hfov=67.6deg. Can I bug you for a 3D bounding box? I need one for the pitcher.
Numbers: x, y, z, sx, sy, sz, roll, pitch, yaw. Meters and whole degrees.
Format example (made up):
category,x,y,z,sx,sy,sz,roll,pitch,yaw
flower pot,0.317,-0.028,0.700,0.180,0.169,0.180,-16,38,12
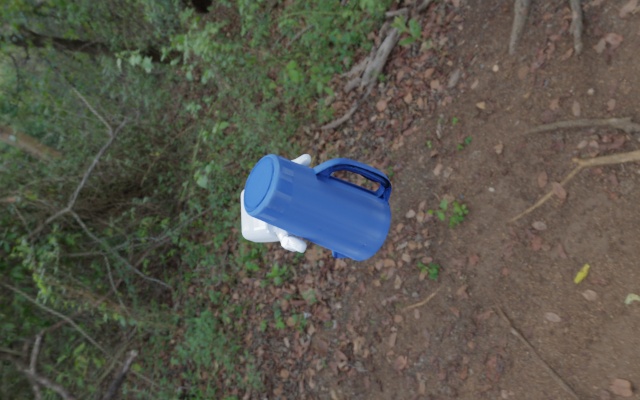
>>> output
category,x,y,z,sx,sy,sz,roll,pitch,yaw
pitcher,0.000,0.003,0.826,0.243,0.149,0.145,22,-20,-32
